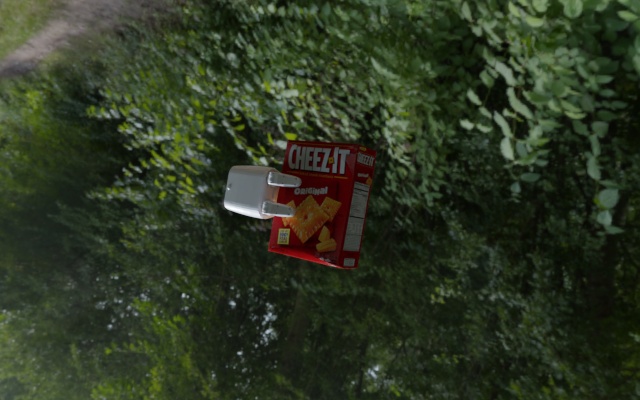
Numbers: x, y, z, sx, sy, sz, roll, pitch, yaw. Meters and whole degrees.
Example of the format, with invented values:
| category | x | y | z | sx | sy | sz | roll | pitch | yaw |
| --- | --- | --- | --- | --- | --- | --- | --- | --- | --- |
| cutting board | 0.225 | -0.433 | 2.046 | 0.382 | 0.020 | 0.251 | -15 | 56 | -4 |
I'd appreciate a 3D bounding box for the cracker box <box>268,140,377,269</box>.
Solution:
| category | x | y | z | sx | sy | sz | roll | pitch | yaw |
| --- | --- | --- | --- | --- | --- | --- | --- | --- | --- |
| cracker box | 0.000 | 0.003 | 0.864 | 0.164 | 0.213 | 0.072 | 9 | -1 | 36 |
